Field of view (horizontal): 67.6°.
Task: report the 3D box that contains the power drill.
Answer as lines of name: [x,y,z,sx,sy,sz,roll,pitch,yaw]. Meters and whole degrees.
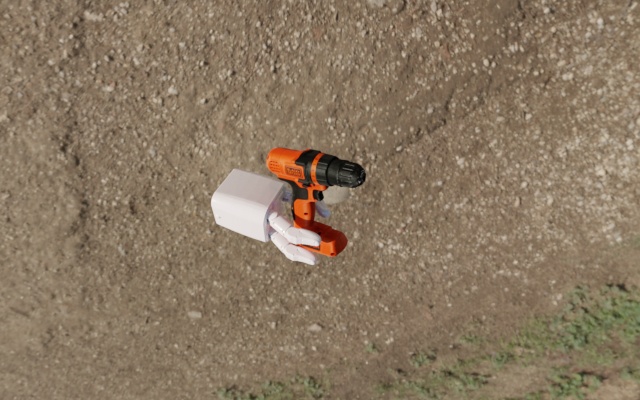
power drill: [0.000,0.003,0.816,0.184,0.188,0.057,15,37,33]
